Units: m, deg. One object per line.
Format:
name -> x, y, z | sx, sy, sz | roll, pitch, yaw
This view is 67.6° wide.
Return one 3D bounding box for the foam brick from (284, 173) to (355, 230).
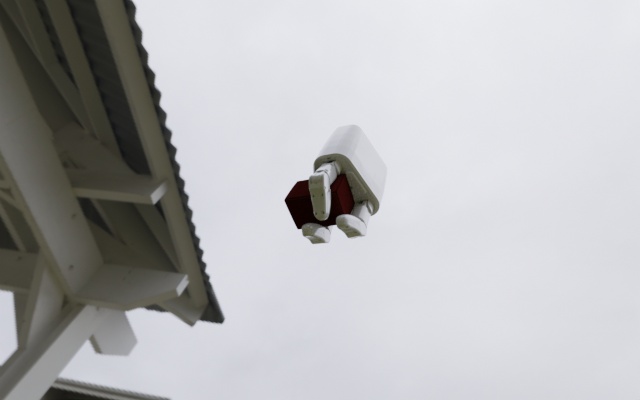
foam brick -> 0.000, 0.002, 0.662 | 0.078, 0.053, 0.051 | -8, 30, 23
